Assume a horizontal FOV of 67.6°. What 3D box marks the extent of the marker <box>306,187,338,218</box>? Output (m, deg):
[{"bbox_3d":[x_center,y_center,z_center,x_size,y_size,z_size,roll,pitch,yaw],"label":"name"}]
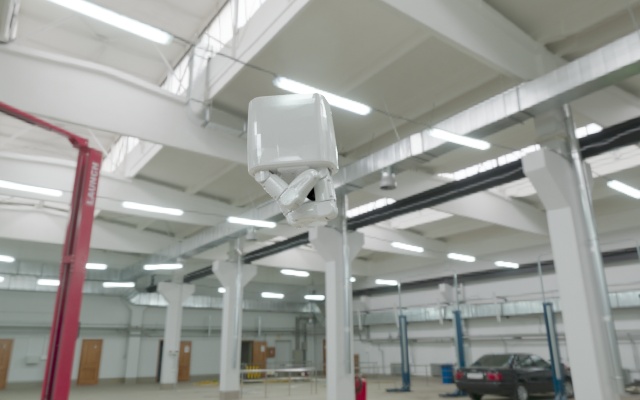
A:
[{"bbox_3d":[0.000,0.002,0.670,0.020,0.020,0.121,0,-16,18],"label":"marker"}]
